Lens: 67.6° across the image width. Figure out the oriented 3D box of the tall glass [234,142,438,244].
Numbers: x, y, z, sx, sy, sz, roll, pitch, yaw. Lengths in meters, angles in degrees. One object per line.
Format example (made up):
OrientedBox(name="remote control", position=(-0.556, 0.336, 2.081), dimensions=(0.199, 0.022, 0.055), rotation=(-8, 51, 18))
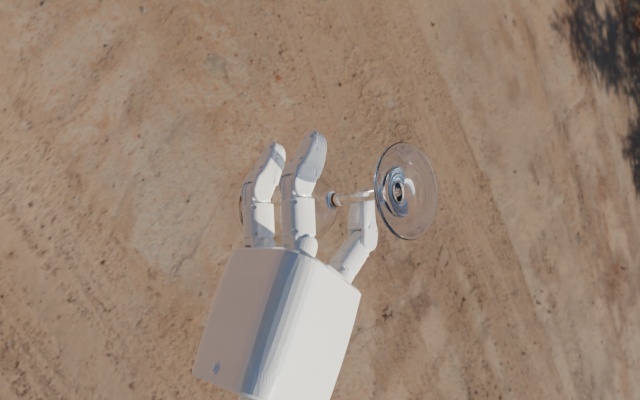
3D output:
OrientedBox(name="tall glass", position=(0.001, 0.001, 0.430), dimensions=(0.079, 0.079, 0.201), rotation=(0, -5, -41))
